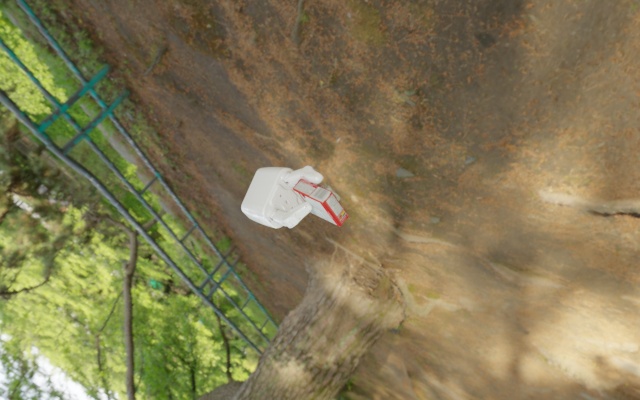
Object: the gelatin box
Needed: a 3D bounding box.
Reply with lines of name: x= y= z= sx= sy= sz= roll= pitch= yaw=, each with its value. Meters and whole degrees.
gelatin box: x=0.000 y=0.003 z=0.860 sx=0.089 sy=0.030 sz=0.073 roll=25 pitch=-21 yaw=45
